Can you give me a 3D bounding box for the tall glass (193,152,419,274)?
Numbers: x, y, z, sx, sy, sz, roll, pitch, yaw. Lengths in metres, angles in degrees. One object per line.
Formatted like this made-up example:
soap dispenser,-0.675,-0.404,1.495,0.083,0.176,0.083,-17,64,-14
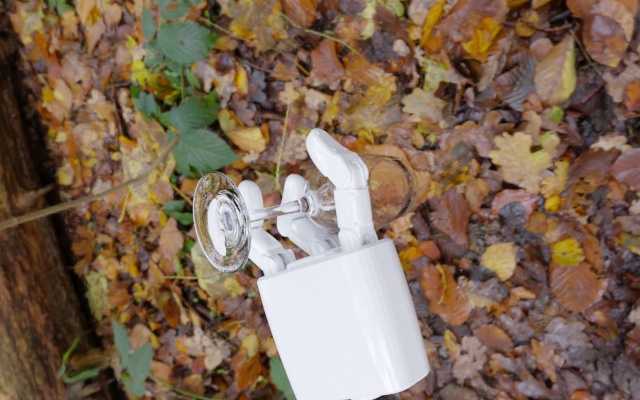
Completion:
tall glass,0.000,0.001,0.407,0.201,0.079,0.079,-12,8,-42
